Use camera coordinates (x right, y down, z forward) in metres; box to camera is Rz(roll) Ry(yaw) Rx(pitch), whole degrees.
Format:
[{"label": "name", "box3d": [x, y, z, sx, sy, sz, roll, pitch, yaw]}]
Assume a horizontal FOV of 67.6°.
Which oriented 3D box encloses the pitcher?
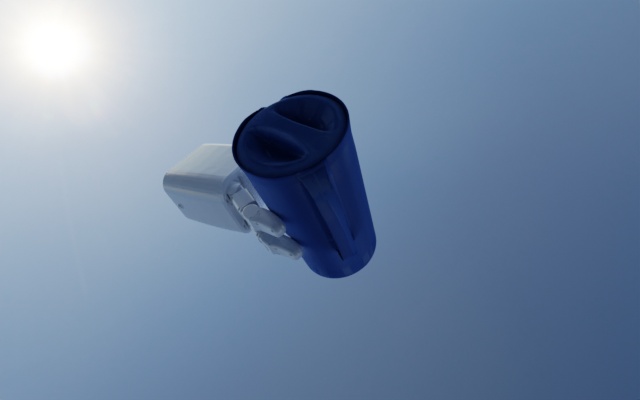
[{"label": "pitcher", "box3d": [0.000, 0.002, 0.591, 0.145, 0.149, 0.243, 8, -35, 26]}]
